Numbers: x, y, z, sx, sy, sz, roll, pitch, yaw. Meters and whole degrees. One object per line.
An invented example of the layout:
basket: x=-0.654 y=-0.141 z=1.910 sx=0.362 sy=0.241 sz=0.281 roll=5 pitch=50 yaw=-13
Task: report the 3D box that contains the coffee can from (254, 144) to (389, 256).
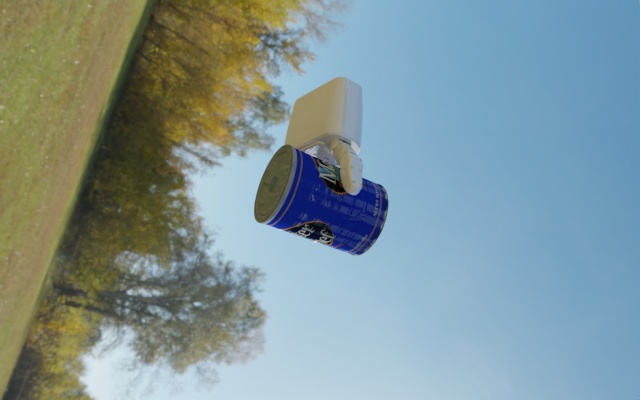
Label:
coffee can: x=0.000 y=0.002 z=0.610 sx=0.140 sy=0.103 sz=0.103 roll=21 pitch=-9 yaw=-24
